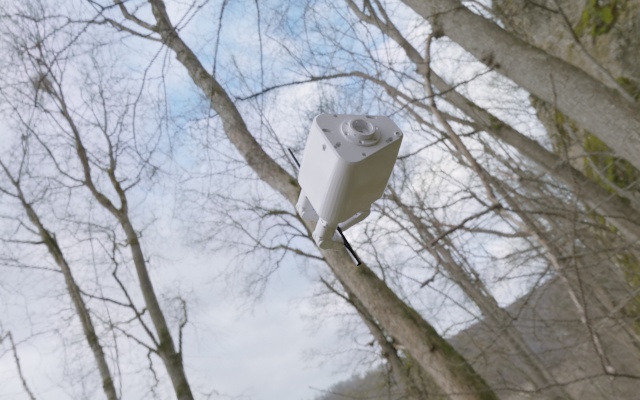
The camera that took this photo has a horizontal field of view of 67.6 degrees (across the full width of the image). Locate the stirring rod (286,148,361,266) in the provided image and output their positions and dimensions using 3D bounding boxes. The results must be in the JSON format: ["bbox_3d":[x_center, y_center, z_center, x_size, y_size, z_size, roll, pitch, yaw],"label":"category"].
[{"bbox_3d":[0.000,0.002,0.728,0.011,0.239,0.011,-22,-34,-16],"label":"stirring rod"}]
